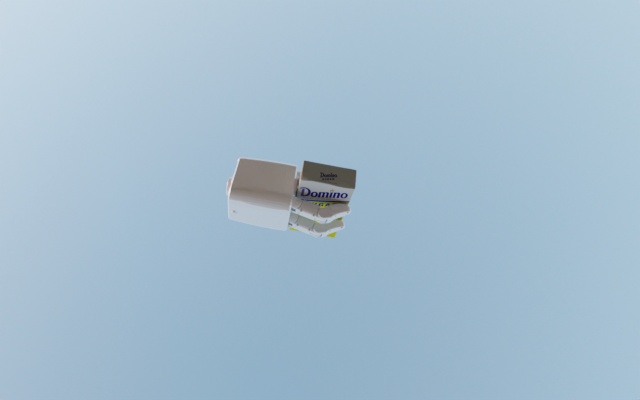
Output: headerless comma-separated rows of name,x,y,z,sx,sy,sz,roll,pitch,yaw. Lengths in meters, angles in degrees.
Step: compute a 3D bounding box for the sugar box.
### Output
sugar box,0.000,0.003,0.850,0.093,0.048,0.176,10,-30,-4
